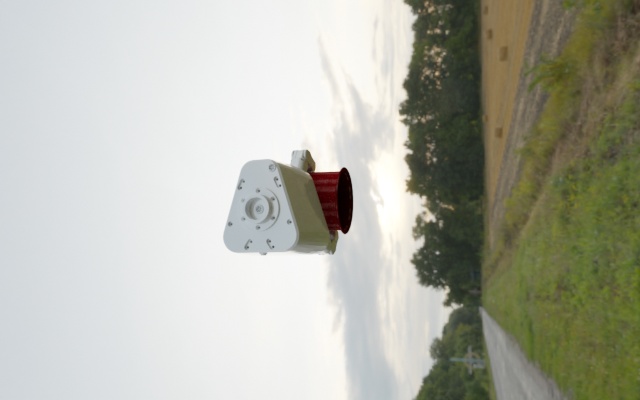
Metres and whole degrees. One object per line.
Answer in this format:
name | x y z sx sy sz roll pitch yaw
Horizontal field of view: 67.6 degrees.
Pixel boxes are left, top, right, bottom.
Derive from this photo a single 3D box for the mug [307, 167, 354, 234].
mug | 0.000 0.002 0.682 0.081 0.093 0.117 -1 -7 17
